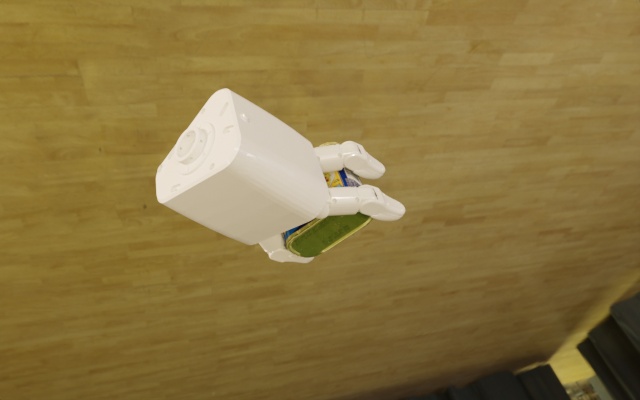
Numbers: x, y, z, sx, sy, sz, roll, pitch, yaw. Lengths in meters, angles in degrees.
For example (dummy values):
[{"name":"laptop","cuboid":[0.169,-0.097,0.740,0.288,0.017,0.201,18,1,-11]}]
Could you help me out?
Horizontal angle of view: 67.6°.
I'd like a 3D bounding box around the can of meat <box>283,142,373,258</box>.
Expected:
[{"name":"can of meat","cuboid":[0.000,0.002,0.513,0.102,0.084,0.057,-36,-43,19]}]
